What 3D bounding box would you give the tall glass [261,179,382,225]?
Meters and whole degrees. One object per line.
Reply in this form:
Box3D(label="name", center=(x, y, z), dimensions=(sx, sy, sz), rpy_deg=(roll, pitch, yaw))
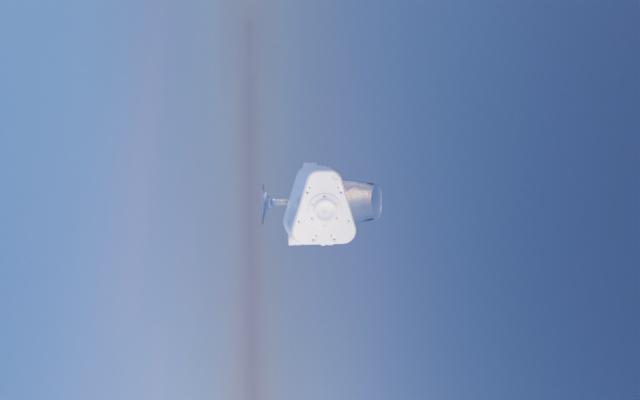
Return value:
Box3D(label="tall glass", center=(-0.001, 0.003, 0.811), dimensions=(0.201, 0.079, 0.079), rpy_deg=(-1, 0, -8))
